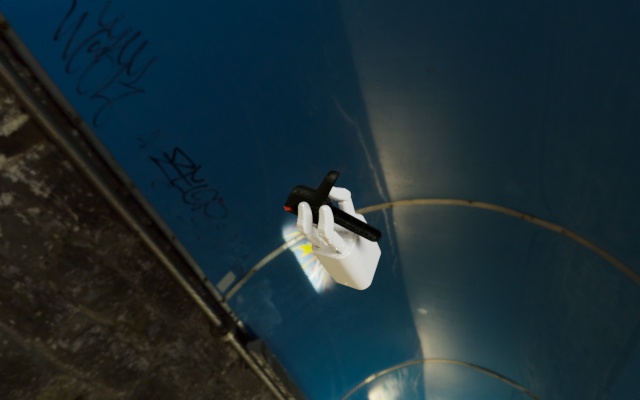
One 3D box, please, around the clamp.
[{"bbox_3d":[0.000,0.002,0.878,0.210,0.165,0.036,9,51,44],"label":"clamp"}]
